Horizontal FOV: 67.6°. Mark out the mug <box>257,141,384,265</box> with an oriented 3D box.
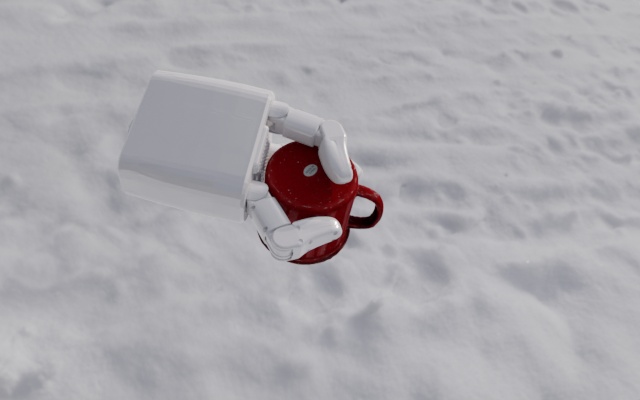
[{"bbox_3d":[0.002,0.002,0.438,0.117,0.093,0.082,11,-37,-1],"label":"mug"}]
